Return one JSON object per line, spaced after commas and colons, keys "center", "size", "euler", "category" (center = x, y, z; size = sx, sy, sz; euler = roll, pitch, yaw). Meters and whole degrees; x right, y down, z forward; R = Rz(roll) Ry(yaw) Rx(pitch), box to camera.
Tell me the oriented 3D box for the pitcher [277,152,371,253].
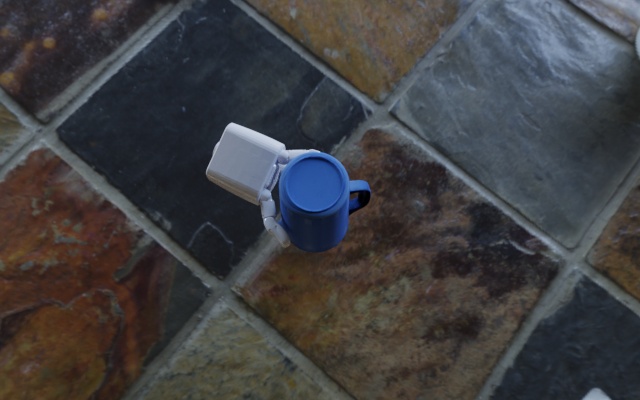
{"center": [0.000, 0.003, 0.828], "size": [0.145, 0.149, 0.243], "euler": [28, -14, 7], "category": "pitcher"}
